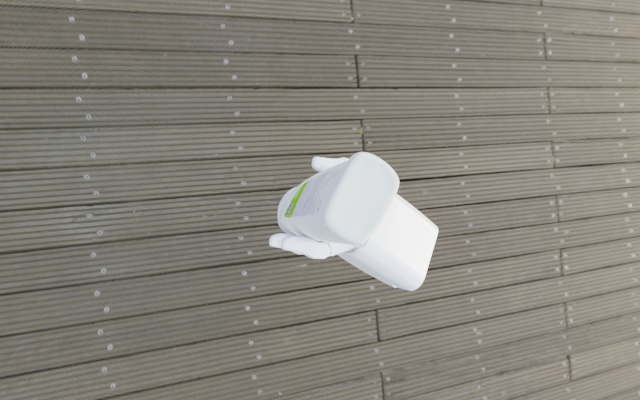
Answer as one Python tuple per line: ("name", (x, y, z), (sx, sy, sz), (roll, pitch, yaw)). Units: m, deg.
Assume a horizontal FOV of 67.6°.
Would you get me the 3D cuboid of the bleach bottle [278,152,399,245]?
("bleach bottle", (0.000, 0.002, 0.626), (0.068, 0.102, 0.251), (34, -13, -17))
